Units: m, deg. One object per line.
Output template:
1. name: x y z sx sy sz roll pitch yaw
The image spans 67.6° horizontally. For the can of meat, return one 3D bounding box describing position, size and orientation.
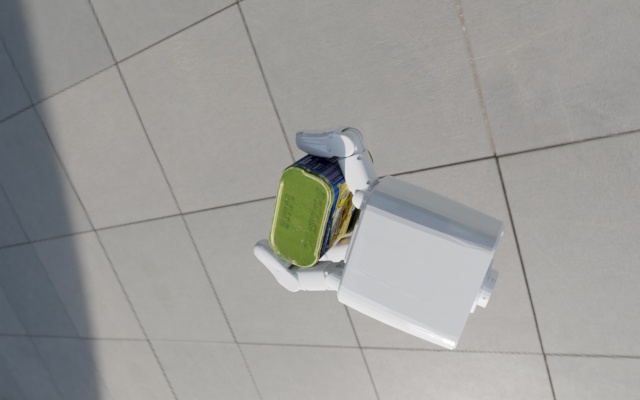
1. can of meat: 0.000 0.001 0.444 0.057 0.102 0.084 24 32 18
